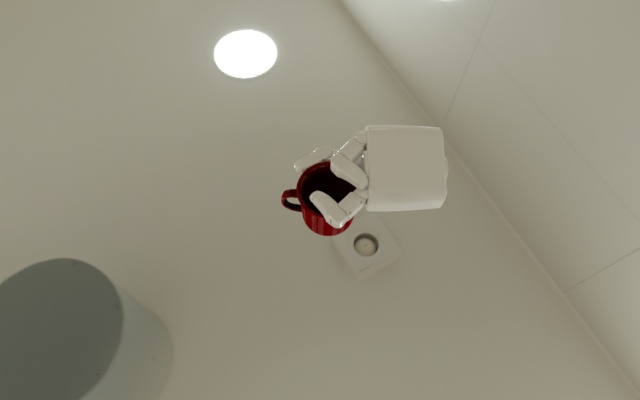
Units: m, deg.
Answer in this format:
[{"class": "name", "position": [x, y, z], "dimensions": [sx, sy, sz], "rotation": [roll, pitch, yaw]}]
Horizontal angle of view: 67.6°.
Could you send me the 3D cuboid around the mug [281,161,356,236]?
[{"class": "mug", "position": [-0.001, 0.003, 0.711], "dimensions": [0.117, 0.093, 0.081], "rotation": [-1, -27, 0]}]
